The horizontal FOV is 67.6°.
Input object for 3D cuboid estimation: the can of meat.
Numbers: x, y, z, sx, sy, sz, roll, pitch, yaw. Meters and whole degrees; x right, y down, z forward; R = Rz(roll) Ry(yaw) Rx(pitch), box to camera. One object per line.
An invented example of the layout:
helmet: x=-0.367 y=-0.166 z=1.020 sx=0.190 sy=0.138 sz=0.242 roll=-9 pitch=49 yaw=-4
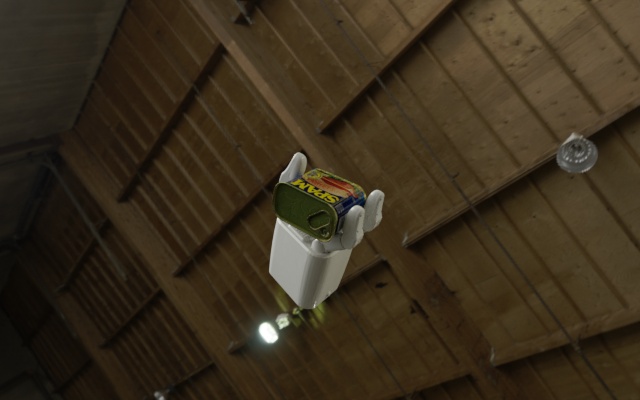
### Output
can of meat: x=0.000 y=0.002 z=0.652 sx=0.102 sy=0.057 sz=0.084 roll=26 pitch=32 yaw=26
